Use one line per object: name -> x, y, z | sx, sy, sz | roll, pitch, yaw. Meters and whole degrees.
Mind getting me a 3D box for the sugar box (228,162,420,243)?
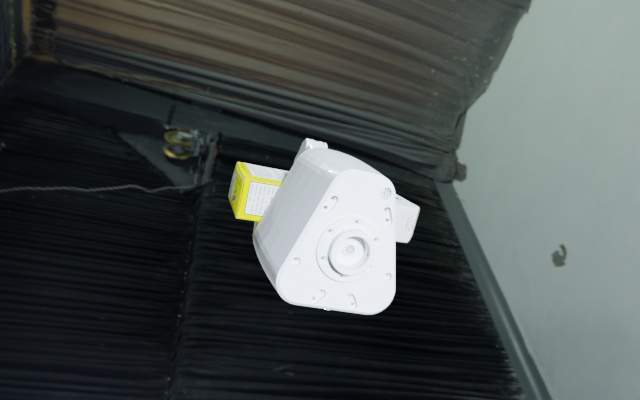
sugar box -> 0.000, 0.002, 0.485 | 0.176, 0.048, 0.093 | 12, 10, -17
